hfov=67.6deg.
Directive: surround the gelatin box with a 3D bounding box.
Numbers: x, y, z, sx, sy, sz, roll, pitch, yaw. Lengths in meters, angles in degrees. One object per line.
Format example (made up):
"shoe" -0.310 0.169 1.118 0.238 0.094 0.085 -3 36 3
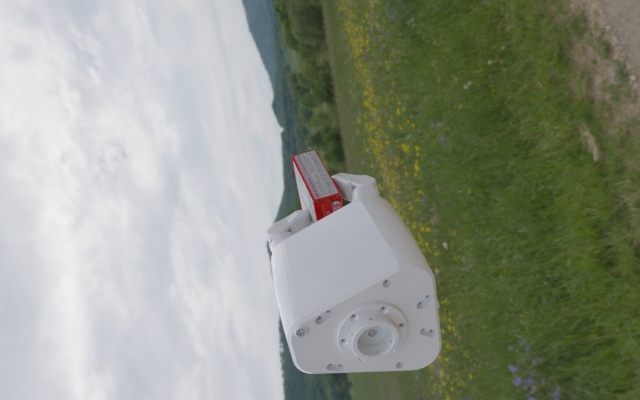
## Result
"gelatin box" 0.000 0.002 0.489 0.030 0.073 0.089 -17 39 -9
